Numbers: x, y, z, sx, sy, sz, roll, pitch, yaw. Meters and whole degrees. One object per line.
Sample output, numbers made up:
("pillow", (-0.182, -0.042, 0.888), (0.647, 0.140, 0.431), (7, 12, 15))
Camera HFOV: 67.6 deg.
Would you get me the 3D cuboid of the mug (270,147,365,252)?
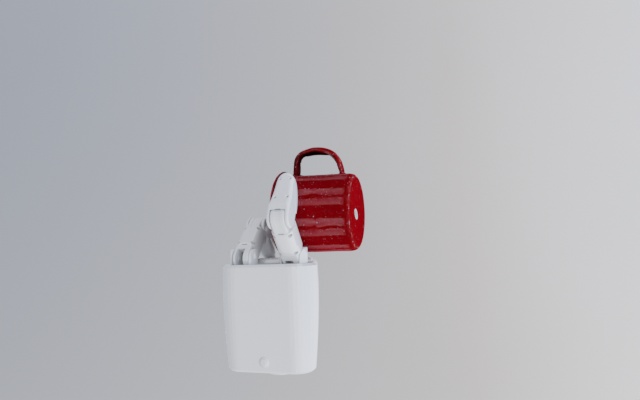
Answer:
("mug", (0.000, 0.000, 0.509), (0.081, 0.117, 0.093), (-3, -2, 17))
